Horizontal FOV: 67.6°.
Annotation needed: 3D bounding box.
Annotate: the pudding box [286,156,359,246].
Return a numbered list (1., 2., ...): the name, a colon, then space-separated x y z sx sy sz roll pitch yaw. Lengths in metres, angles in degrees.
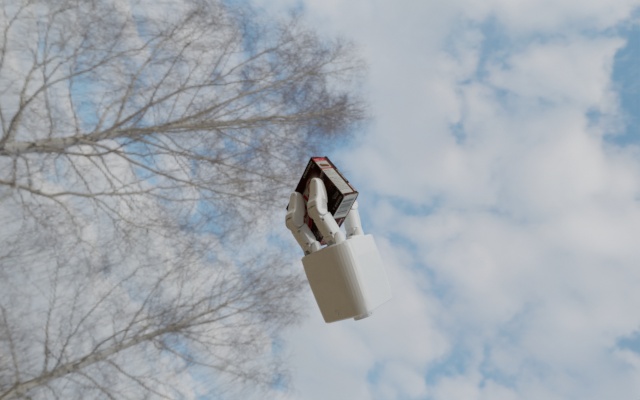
1. pudding box: 0.000 0.002 0.735 0.039 0.113 0.090 -8 48 -44
